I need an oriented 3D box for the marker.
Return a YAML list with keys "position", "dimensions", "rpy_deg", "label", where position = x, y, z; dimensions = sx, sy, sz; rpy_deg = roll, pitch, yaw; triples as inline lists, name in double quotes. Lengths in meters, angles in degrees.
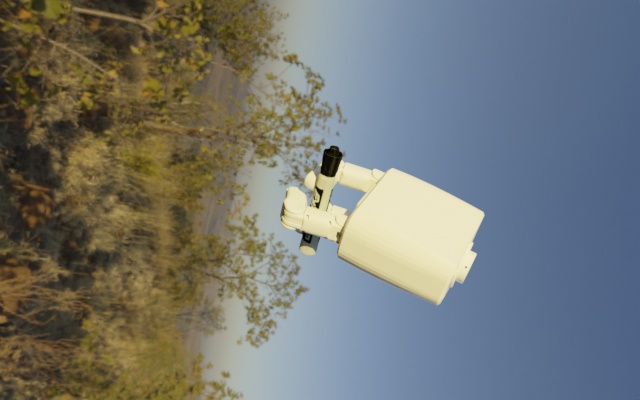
- position: [0.000, 0.002, 0.472]
  dimensions: [0.020, 0.121, 0.020]
  rpy_deg: [11, 30, -7]
  label: "marker"
